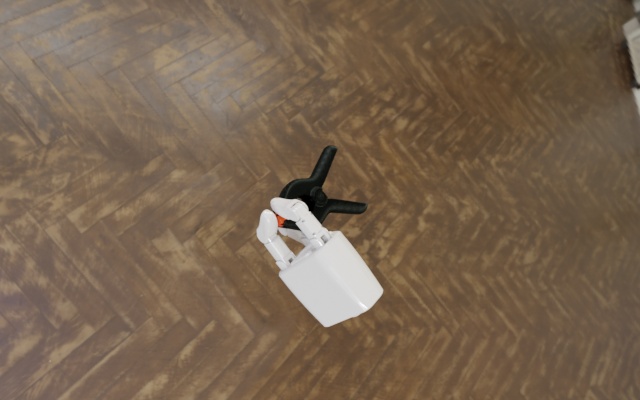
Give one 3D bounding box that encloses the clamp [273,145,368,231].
[{"bbox_3d":[0.000,0.002,0.727,0.171,0.120,0.039,-42,5,-33],"label":"clamp"}]
